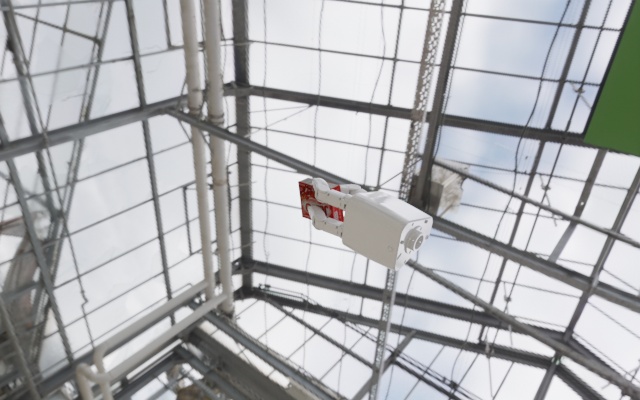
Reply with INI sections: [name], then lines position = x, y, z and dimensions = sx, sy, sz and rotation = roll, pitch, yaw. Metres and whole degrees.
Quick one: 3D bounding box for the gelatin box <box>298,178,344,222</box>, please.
[gelatin box]
position = 0.000, 0.003, 0.868
dimensions = 0.030, 0.073, 0.089
rotation = -24, 27, -38
